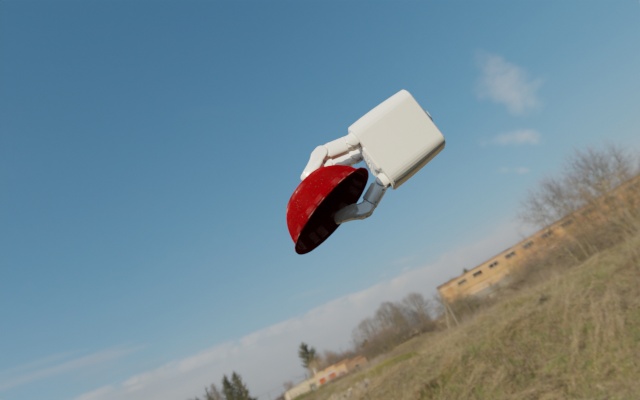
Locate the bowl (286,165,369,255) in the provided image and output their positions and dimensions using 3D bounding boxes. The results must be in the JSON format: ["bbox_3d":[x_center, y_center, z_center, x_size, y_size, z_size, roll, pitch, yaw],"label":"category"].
[{"bbox_3d":[-0.001,0.003,0.710,0.055,0.162,0.162,39,13,17],"label":"bowl"}]
